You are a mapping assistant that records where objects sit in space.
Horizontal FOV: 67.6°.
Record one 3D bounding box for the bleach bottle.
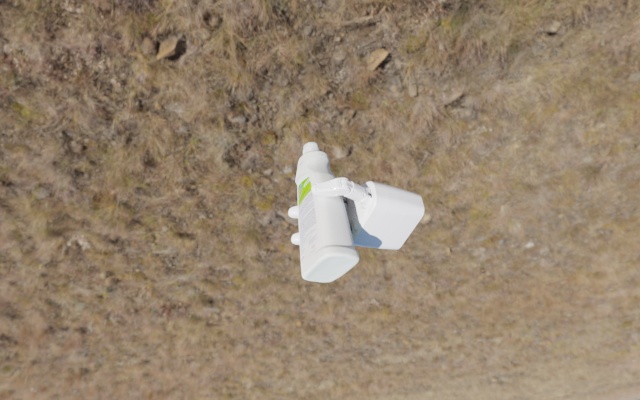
[{"bbox_3d":[0.000,0.003,0.796,0.068,0.250,0.103,12,-37,-27],"label":"bleach bottle"}]
